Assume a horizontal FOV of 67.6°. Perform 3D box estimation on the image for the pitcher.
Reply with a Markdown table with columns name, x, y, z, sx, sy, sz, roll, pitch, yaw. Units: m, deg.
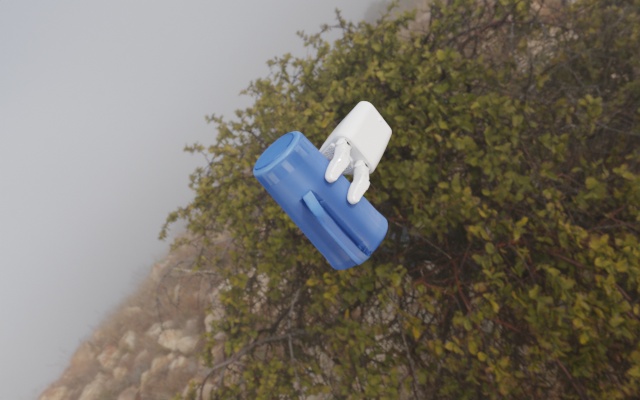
| name | x | y | z | sx | sy | sz | roll | pitch | yaw |
| --- | --- | --- | --- | --- | --- | --- | --- | --- | --- |
| pitcher | 0.000 | 0.003 | 0.834 | 0.243 | 0.145 | 0.149 | 47 | -34 | -22 |
